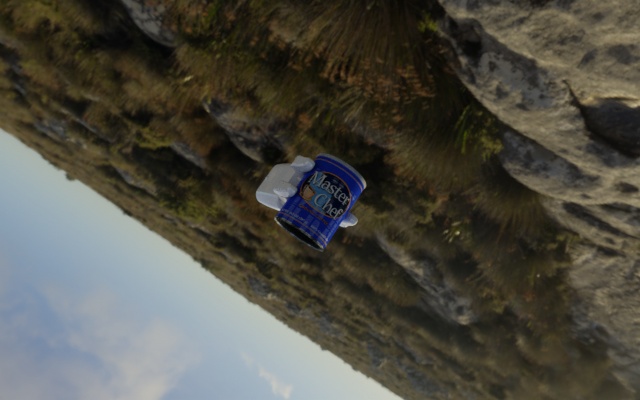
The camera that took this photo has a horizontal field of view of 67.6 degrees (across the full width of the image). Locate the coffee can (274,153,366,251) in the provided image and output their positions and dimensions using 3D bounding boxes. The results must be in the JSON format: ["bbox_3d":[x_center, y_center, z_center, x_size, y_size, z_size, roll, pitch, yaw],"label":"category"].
[{"bbox_3d":[0.000,0.003,0.835,0.103,0.140,0.103,32,-13,9],"label":"coffee can"}]
